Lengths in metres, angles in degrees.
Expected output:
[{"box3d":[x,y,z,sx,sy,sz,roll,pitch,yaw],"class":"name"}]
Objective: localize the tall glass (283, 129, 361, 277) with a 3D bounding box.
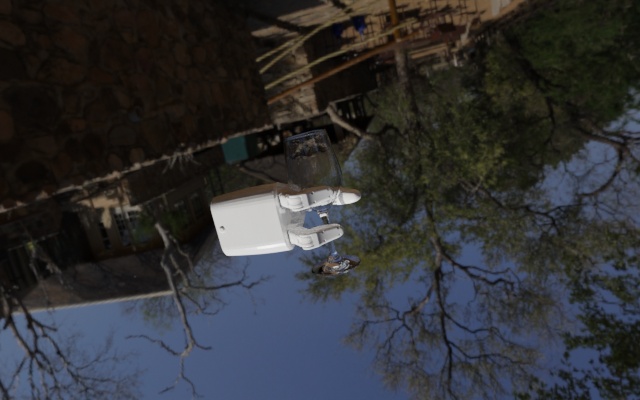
[{"box3d":[0.000,0.003,0.685,0.079,0.201,0.079,-13,12,3],"class":"tall glass"}]
